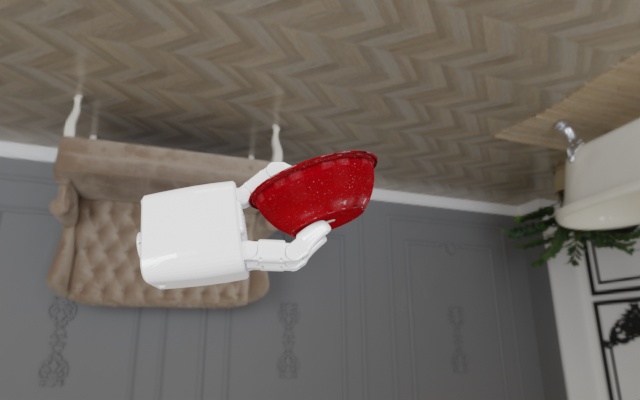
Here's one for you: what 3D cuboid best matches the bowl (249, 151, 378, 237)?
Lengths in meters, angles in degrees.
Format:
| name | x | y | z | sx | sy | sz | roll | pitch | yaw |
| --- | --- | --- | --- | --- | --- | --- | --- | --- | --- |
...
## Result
| name | x | y | z | sx | sy | sz | roll | pitch | yaw |
| --- | --- | --- | --- | --- | --- | --- | --- | --- | --- |
| bowl | 0.001 | 0.002 | 0.564 | 0.162 | 0.055 | 0.162 | -18 | -15 | -5 |
